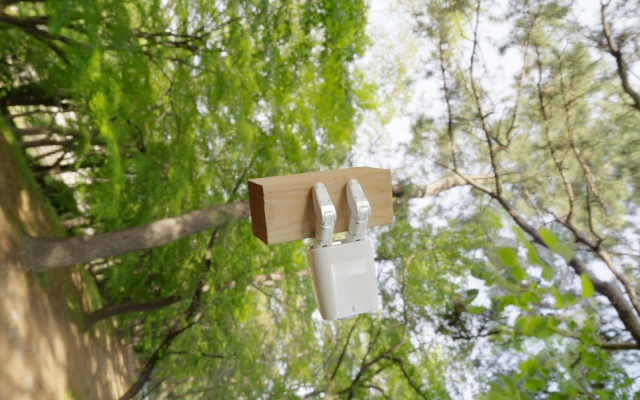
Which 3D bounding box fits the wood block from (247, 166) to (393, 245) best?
[{"bbox_3d":[0.000,0.003,0.747,0.206,0.090,0.091,-8,10,-22],"label":"wood block"}]
